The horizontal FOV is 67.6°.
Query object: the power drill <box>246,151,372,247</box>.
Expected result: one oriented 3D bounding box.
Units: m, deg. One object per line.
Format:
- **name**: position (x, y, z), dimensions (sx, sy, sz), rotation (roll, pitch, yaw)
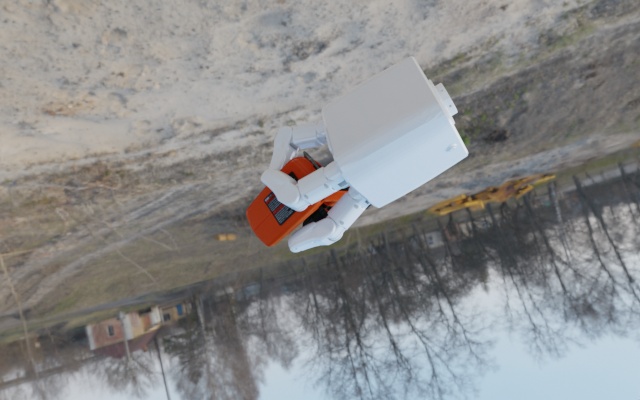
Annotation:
- **power drill**: position (0.000, 0.002, 0.577), dimensions (0.184, 0.057, 0.187), rotation (-46, -18, 29)
